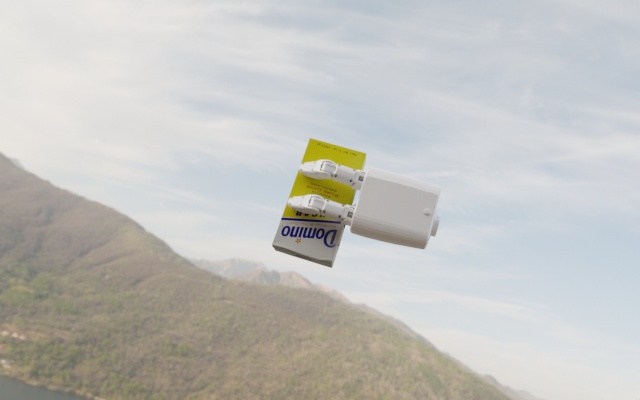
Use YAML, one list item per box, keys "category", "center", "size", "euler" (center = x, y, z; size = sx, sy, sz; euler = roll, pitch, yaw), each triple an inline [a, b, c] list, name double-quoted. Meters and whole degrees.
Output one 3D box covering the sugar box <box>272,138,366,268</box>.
- category: "sugar box"
  center: [0.000, 0.002, 0.713]
  size: [0.093, 0.176, 0.048]
  euler: [16, -18, 8]
